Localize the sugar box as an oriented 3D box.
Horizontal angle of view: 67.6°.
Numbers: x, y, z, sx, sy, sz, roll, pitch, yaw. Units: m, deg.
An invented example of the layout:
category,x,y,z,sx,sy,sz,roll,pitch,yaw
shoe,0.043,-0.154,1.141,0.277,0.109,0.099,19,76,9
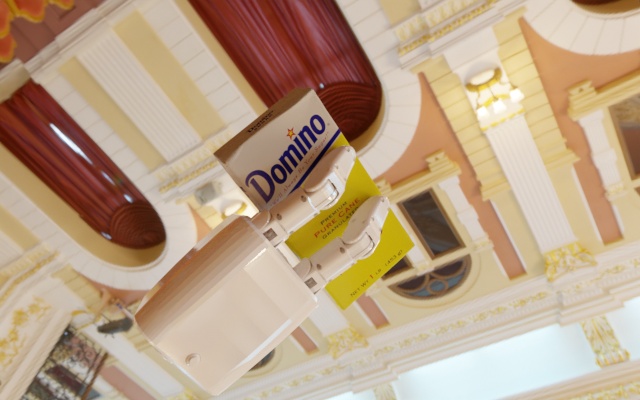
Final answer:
category,x,y,z,sx,sy,sz,roll,pitch,yaw
sugar box,0.000,0.002,0.413,0.093,0.176,0.048,-41,27,-9
